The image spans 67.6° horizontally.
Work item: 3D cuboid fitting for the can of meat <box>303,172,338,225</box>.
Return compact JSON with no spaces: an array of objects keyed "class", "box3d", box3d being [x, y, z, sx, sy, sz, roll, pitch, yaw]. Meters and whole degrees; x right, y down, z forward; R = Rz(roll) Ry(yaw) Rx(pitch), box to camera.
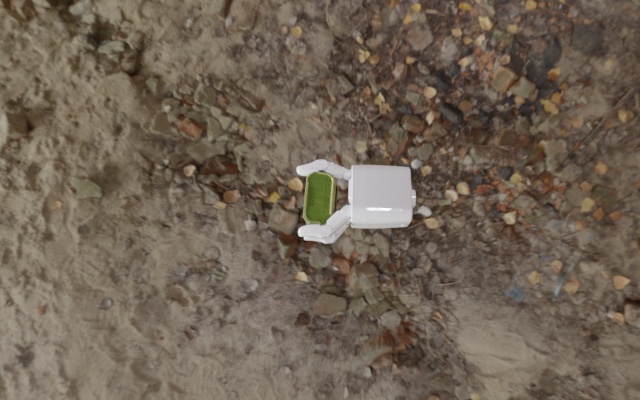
[{"class":"can of meat","box3d":[0.000,0.003,0.883,0.057,0.102,0.084,4,-11,5]}]
